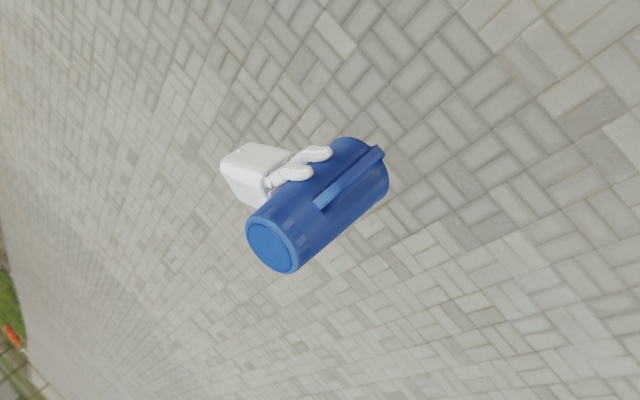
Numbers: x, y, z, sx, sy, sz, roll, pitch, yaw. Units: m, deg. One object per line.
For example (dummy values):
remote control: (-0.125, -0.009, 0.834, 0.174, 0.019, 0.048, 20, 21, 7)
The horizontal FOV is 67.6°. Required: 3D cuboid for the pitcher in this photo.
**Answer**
pitcher: (0.000, 0.003, 0.769, 0.145, 0.149, 0.242, 19, 45, 34)
